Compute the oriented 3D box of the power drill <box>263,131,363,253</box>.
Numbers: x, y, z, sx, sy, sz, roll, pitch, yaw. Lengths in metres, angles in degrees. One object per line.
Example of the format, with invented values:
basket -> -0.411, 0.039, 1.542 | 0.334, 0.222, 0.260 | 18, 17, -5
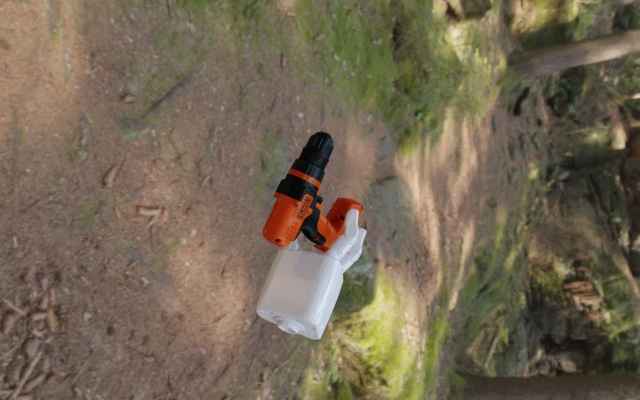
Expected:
power drill -> 0.000, 0.003, 0.767 | 0.057, 0.184, 0.188 | 23, -7, 35
